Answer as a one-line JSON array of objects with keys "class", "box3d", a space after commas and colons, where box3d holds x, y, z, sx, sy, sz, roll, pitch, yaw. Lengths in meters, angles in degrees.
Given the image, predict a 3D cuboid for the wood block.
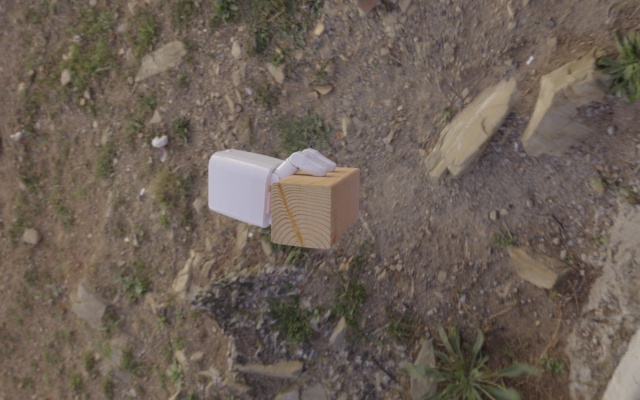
[{"class": "wood block", "box3d": [0.000, 0.003, 0.759, 0.090, 0.091, 0.206, 4, 12, 15]}]
